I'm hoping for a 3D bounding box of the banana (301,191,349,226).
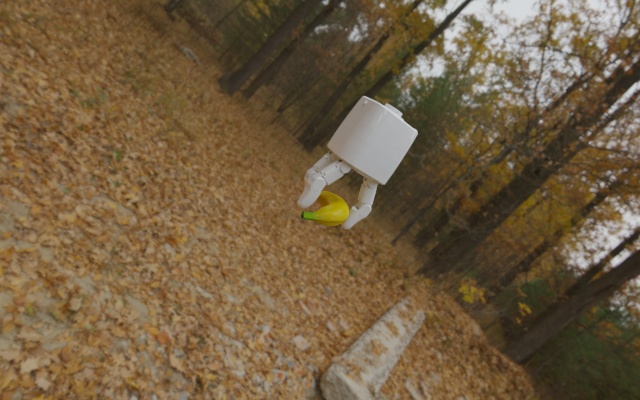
[{"bbox_3d":[0.017,0.011,0.820,0.069,0.037,0.198,25,10,3],"label":"banana"}]
